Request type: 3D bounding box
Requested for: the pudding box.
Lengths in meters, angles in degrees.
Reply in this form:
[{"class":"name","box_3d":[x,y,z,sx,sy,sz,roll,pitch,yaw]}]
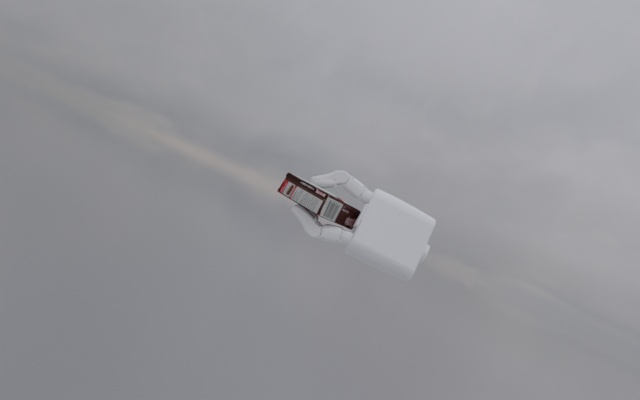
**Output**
[{"class":"pudding box","box_3d":[0.000,0.002,0.751,0.090,0.039,0.113,28,-1,33]}]
